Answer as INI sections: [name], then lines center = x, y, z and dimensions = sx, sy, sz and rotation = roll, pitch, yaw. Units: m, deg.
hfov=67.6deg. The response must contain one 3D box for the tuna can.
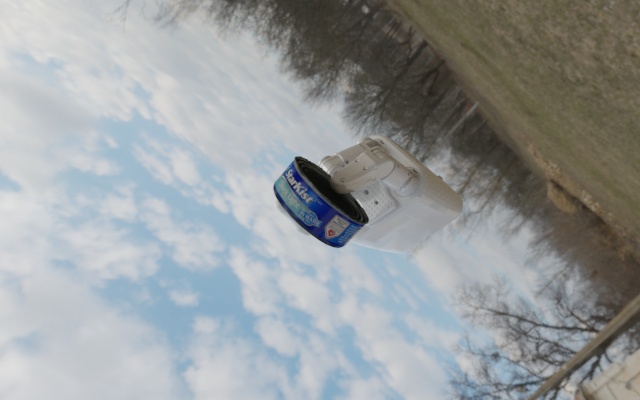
[tuna can]
center = 0.000, 0.002, 0.422
dimensions = 0.086, 0.034, 0.086
rotation = 39, 14, -12
